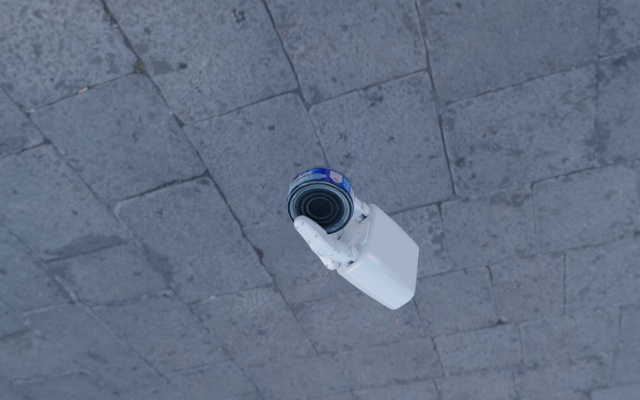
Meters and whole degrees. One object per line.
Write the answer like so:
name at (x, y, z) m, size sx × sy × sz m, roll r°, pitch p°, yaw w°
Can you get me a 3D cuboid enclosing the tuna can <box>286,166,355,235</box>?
tuna can at (0.000, 0.002, 0.600) m, size 0.086 × 0.086 × 0.033 m, roll 0°, pitch 35°, yaw 5°
